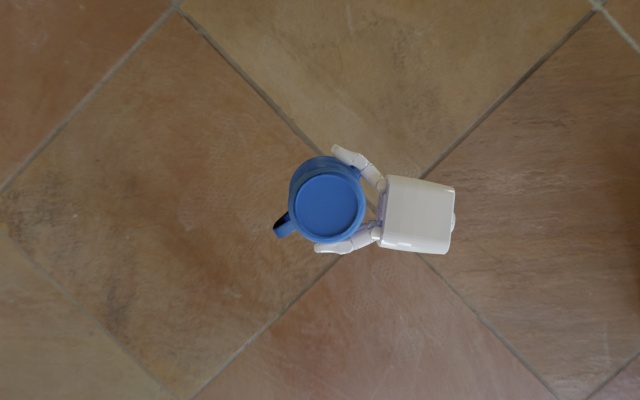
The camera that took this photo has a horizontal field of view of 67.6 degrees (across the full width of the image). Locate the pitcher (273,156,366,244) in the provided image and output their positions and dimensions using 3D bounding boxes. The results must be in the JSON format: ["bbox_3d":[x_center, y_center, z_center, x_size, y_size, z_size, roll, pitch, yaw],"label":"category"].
[{"bbox_3d":[0.000,0.002,0.766,0.145,0.149,0.243,10,6,-1],"label":"pitcher"}]
